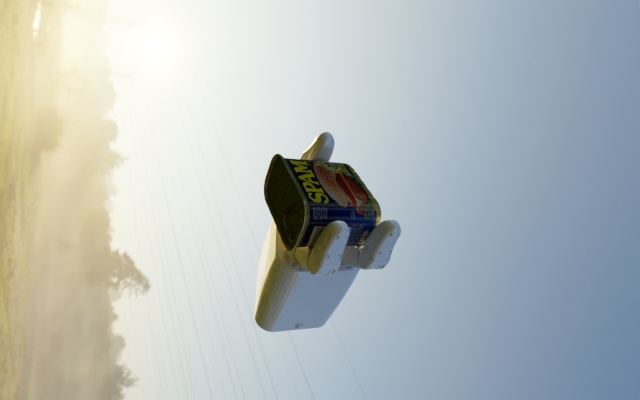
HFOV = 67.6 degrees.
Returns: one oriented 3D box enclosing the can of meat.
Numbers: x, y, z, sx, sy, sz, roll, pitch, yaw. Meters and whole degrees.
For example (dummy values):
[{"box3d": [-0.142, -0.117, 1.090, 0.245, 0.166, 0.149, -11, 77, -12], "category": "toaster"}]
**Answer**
[{"box3d": [0.000, 0.001, 0.473, 0.084, 0.057, 0.102, 3, 37, -28], "category": "can of meat"}]
